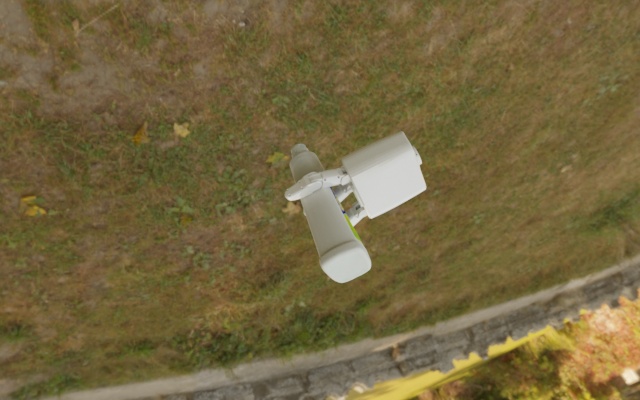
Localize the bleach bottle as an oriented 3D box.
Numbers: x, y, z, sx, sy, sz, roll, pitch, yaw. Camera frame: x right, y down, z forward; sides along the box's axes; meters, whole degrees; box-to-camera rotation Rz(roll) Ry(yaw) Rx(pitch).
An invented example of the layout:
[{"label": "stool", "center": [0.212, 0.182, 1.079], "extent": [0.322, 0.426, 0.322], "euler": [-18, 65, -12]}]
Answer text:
[{"label": "bleach bottle", "center": [0.000, 0.003, 0.766], "extent": [0.068, 0.250, 0.103], "euler": [-27, -33, 5]}]
